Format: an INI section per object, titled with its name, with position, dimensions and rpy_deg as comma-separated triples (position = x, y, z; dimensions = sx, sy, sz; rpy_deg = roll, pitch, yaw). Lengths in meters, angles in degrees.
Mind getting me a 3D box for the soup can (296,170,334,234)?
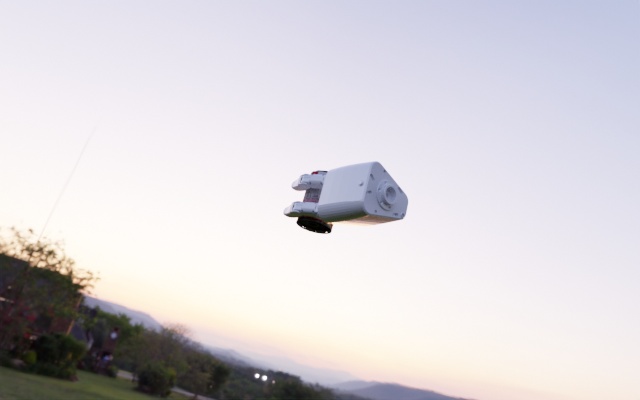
[soup can]
position = 0.000, 0.003, 0.886
dimensions = 0.068, 0.102, 0.068
rpy_deg = 13, -20, 5
